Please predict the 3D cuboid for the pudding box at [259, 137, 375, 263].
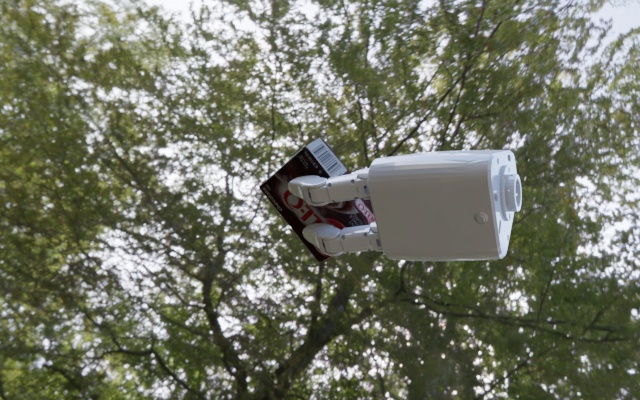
[{"bbox_3d":[0.000,0.002,0.516,0.090,0.113,0.039,-36,2,40],"label":"pudding box"}]
